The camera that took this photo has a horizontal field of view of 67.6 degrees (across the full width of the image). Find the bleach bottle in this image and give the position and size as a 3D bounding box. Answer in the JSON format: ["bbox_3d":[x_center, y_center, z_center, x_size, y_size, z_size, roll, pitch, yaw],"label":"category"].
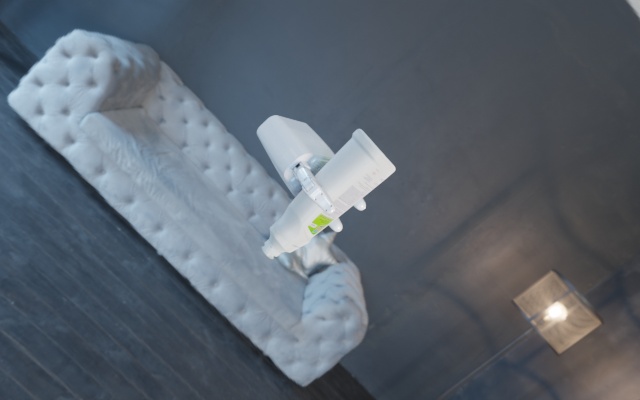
[{"bbox_3d":[0.000,0.003,0.768,0.251,0.068,0.102,-42,-29,9],"label":"bleach bottle"}]
